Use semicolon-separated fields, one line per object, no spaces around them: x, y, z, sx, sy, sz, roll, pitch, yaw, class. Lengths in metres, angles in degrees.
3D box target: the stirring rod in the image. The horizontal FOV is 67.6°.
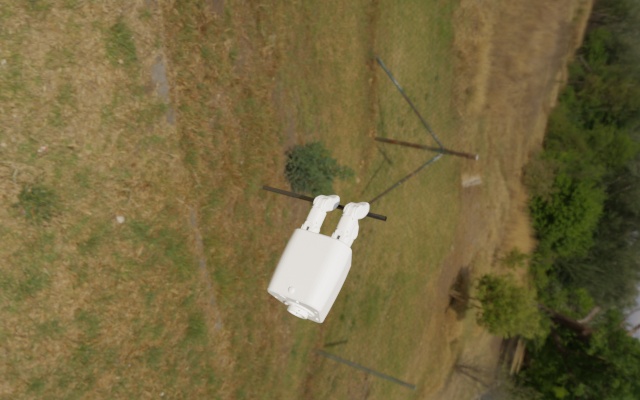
0.000;0.003;0.811;0.239;0.011;0.011;14;7;28;stirring rod
